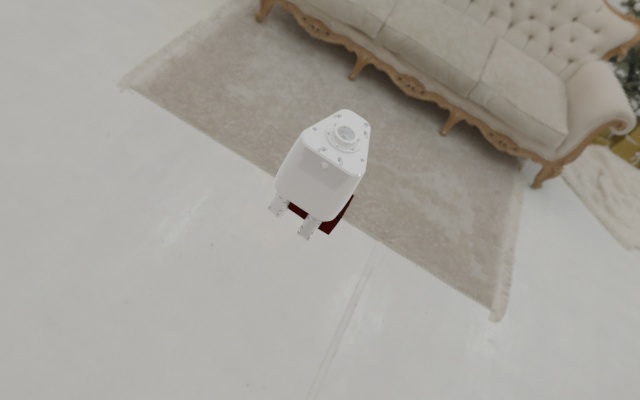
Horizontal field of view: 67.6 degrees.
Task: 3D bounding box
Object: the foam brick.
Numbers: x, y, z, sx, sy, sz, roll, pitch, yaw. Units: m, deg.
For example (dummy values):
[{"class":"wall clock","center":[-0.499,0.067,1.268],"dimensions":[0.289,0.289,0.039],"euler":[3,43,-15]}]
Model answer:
[{"class":"foam brick","center":[0.000,0.002,0.704],"dimensions":[0.078,0.053,0.051],"euler":[33,-39,-1]}]
